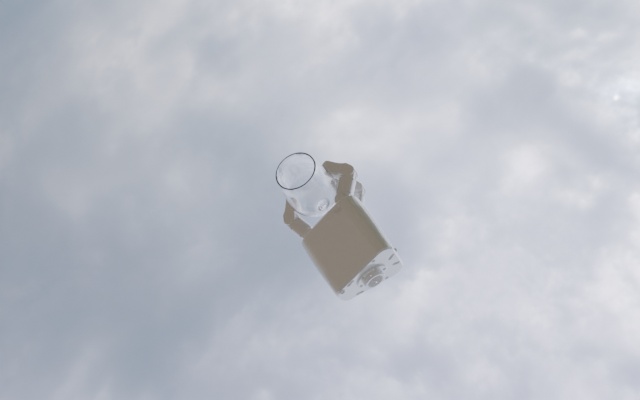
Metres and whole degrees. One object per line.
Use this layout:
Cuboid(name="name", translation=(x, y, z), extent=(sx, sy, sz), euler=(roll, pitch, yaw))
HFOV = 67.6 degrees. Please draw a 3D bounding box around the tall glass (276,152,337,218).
Cuboid(name="tall glass", translation=(0.000, 0.003, 0.755), extent=(0.079, 0.079, 0.201), euler=(0, -27, 24))
